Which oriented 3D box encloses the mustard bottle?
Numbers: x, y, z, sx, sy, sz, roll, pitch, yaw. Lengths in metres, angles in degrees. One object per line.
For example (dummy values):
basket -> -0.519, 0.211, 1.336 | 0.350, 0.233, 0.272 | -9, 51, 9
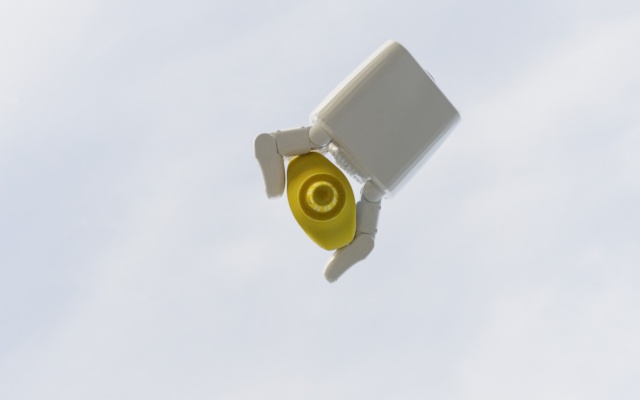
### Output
mustard bottle -> 0.000, 0.002, 0.468 | 0.058, 0.096, 0.191 | -21, -3, -3
